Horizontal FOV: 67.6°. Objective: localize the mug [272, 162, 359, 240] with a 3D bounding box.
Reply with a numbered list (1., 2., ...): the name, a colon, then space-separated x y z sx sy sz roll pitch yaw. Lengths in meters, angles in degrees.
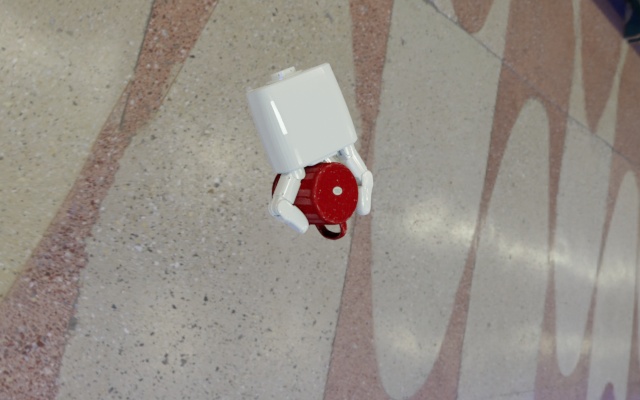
1. mug: 0.001 0.003 0.638 0.093 0.117 0.081 -35 21 -36
